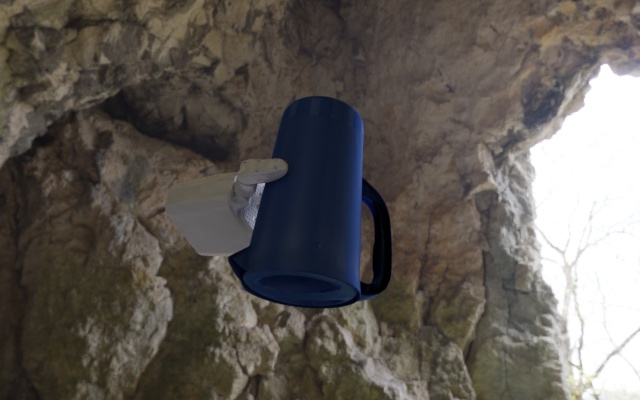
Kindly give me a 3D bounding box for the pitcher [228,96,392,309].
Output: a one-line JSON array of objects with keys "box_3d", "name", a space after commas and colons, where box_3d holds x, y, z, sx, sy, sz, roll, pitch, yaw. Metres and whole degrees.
[{"box_3d": [0.000, 0.002, 0.576, 0.145, 0.242, 0.149, -7, -31, 26], "name": "pitcher"}]
